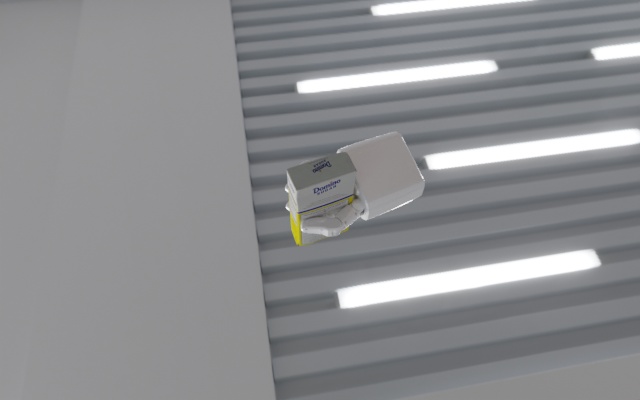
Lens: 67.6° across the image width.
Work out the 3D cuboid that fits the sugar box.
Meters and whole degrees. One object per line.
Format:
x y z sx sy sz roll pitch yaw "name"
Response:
0.000 0.002 0.731 0.093 0.048 0.176 -18 -31 -13 "sugar box"
